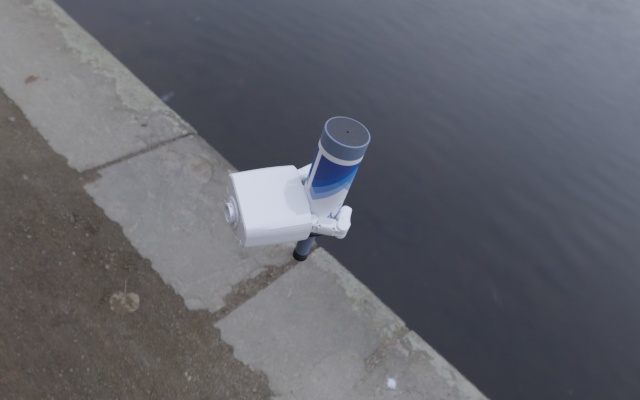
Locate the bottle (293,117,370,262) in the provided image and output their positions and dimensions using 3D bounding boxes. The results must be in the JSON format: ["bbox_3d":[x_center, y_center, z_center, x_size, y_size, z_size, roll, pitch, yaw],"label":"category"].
[{"bbox_3d":[0.000,0.002,0.763,0.069,0.069,0.296,0,-42,-20],"label":"bottle"}]
